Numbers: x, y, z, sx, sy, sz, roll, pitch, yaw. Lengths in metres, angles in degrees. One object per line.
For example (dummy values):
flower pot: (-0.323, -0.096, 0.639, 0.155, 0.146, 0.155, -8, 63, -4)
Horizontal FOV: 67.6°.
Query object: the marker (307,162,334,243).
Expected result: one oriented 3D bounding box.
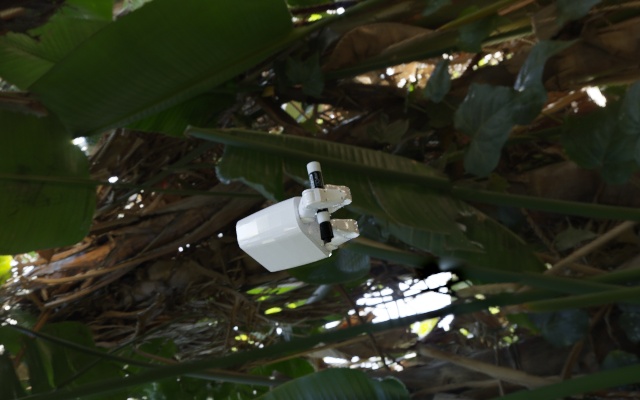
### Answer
marker: (0.000, 0.002, 0.672, 0.020, 0.121, 0.020, -9, -23, -4)
